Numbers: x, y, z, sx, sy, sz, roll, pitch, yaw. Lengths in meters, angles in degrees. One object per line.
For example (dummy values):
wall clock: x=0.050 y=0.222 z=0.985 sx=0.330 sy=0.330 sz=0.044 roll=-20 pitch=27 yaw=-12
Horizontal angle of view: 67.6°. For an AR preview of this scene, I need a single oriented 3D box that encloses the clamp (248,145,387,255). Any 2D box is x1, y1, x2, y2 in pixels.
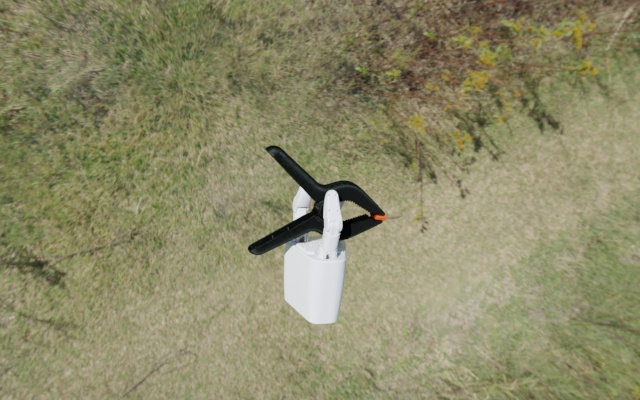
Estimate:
clamp: x=0.001 y=0.003 z=0.712 sx=0.210 sy=0.164 sz=0.036 roll=0 pitch=18 yaw=-16
